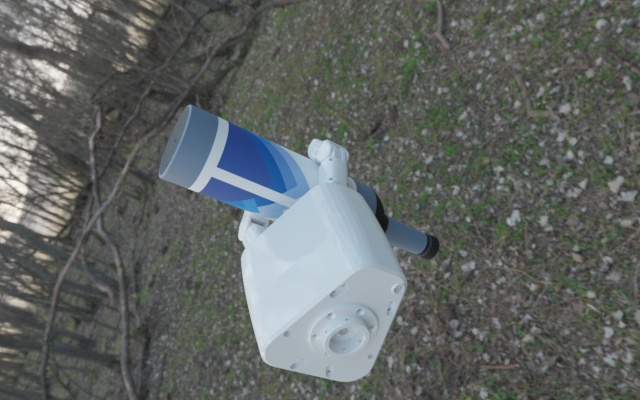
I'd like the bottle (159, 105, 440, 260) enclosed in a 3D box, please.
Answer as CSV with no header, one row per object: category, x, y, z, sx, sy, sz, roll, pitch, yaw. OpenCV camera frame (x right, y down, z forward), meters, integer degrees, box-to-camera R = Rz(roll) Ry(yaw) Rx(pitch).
bottle,0.000,0.001,0.462,0.296,0.069,0.069,23,-11,-26
